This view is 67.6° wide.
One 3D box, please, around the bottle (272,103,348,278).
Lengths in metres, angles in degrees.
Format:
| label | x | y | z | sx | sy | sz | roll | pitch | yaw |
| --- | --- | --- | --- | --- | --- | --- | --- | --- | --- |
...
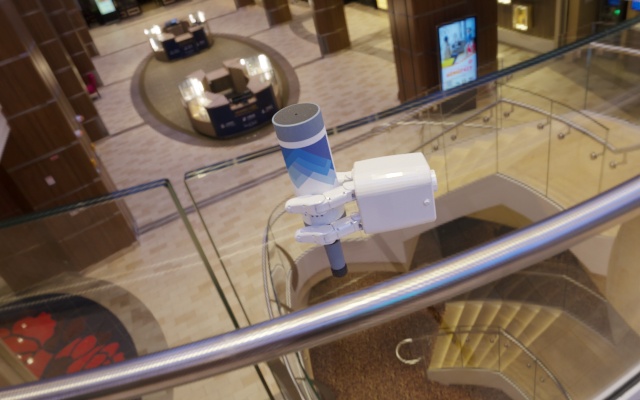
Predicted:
| label | x | y | z | sx | sy | sz | roll | pitch | yaw |
| --- | --- | --- | --- | --- | --- | --- | --- | --- | --- |
| bottle | 0.000 | 0.002 | 0.716 | 0.069 | 0.296 | 0.069 | -11 | 35 | 7 |
